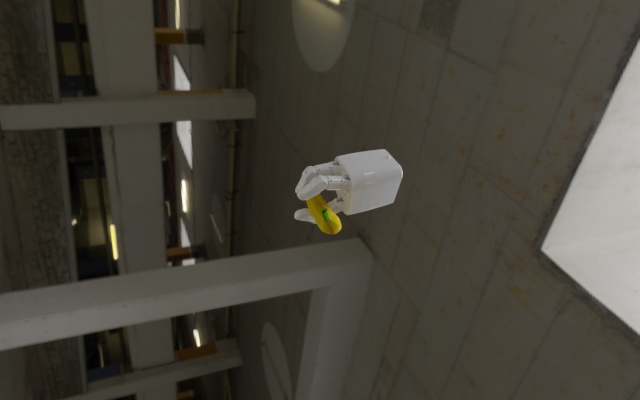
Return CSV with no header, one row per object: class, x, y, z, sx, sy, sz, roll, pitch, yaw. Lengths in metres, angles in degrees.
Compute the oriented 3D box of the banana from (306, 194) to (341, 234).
banana,0.006,0.021,0.882,0.037,0.070,0.197,-18,16,-8
